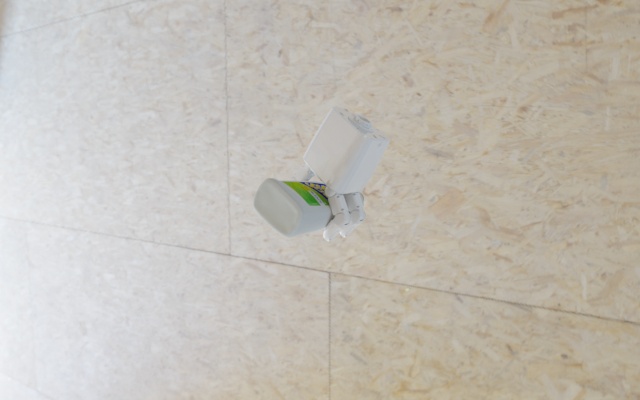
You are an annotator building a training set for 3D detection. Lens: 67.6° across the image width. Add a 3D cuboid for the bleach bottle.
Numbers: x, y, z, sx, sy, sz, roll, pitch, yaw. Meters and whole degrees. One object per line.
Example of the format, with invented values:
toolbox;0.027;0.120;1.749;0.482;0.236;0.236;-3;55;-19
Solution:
bleach bottle;0.000;0.003;0.847;0.102;0.068;0.251;42;26;23
